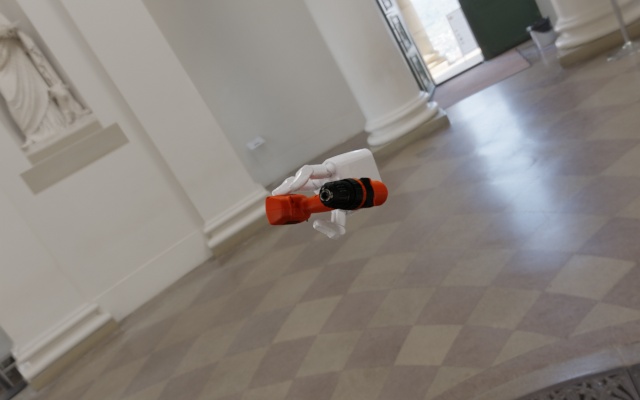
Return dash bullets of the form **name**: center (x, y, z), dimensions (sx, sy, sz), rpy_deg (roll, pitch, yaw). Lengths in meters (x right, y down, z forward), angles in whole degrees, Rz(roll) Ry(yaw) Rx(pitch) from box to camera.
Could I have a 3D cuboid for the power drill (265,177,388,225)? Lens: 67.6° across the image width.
- **power drill**: center (0.000, 0.003, 0.811), dimensions (0.187, 0.057, 0.184), rpy_deg (-11, -6, 33)
